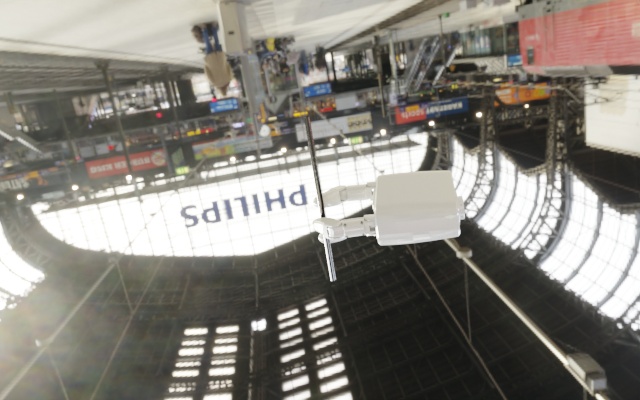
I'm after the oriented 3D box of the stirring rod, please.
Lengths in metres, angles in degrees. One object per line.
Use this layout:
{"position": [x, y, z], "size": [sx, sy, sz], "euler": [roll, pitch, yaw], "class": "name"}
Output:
{"position": [0.000, 0.002, 0.669], "size": [0.011, 0.239, 0.011], "euler": [-9, 16, 2], "class": "stirring rod"}
